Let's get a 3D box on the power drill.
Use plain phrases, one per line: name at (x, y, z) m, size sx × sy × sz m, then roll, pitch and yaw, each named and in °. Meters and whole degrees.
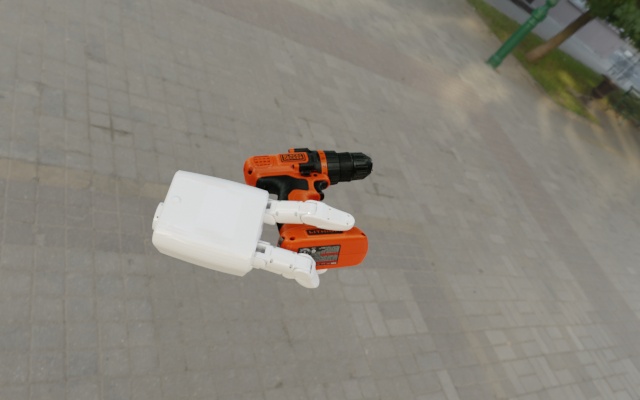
power drill at (0.000, 0.002, 0.621) m, size 0.184 × 0.057 × 0.187 m, roll -6°, pitch 42°, yaw -12°
